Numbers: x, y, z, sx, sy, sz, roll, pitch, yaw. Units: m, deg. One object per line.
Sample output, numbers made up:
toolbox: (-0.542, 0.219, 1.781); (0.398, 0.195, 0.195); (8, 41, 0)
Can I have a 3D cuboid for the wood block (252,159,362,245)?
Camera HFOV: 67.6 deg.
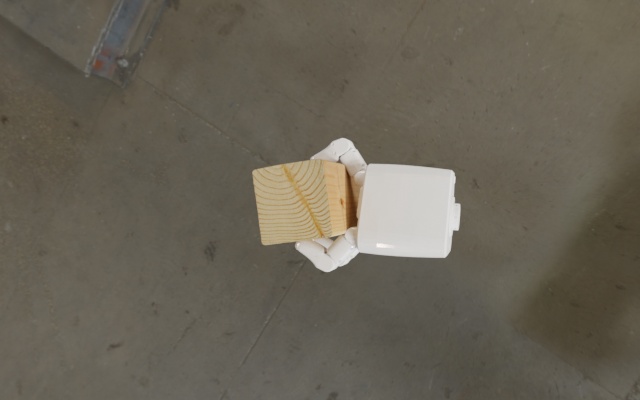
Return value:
wood block: (0.000, 0.002, 0.637); (0.090, 0.091, 0.206); (-8, -3, 19)
